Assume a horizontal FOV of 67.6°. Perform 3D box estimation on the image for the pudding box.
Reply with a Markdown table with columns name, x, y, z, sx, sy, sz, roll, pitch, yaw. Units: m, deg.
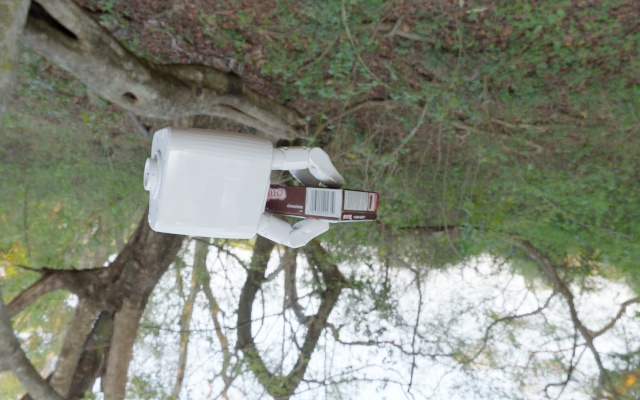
| name | x | y | z | sx | sy | sz | roll | pitch | yaw |
| --- | --- | --- | --- | --- | --- | --- | --- | --- | --- |
| pudding box | 0.000 | 0.002 | 0.573 | 0.113 | 0.039 | 0.090 | 7 | 3 | 33 |
